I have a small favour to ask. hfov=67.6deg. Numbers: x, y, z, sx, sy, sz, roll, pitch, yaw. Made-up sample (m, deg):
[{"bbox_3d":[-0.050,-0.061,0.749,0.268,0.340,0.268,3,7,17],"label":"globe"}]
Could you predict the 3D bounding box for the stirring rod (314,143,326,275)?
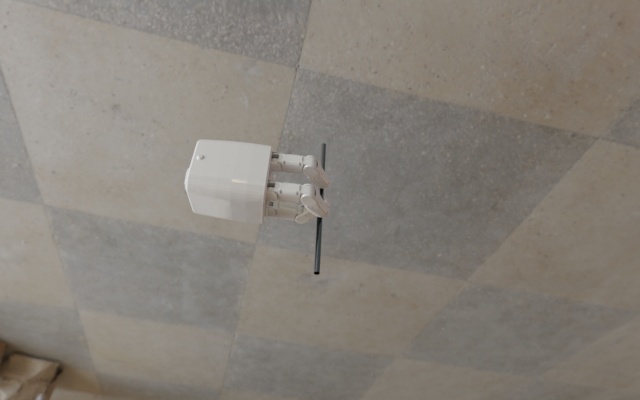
[{"bbox_3d":[0.000,0.002,0.696,0.011,0.239,0.011,2,-40,2],"label":"stirring rod"}]
